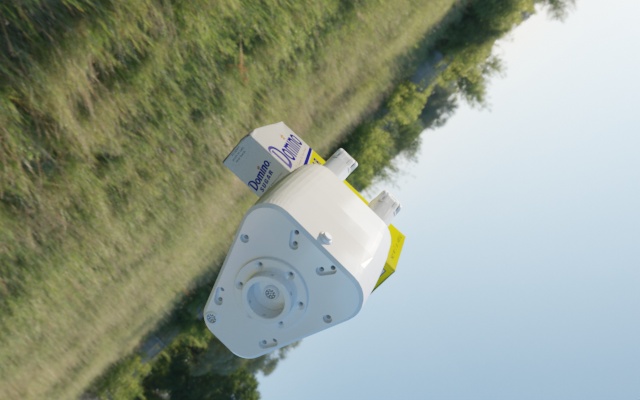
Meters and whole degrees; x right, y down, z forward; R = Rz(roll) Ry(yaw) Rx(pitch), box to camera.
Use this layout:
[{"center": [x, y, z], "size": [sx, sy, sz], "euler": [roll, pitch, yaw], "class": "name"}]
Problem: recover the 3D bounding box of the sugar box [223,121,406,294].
[{"center": [0.000, 0.001, 0.454], "size": [0.048, 0.176, 0.093], "euler": [-45, 1, 22], "class": "sugar box"}]
